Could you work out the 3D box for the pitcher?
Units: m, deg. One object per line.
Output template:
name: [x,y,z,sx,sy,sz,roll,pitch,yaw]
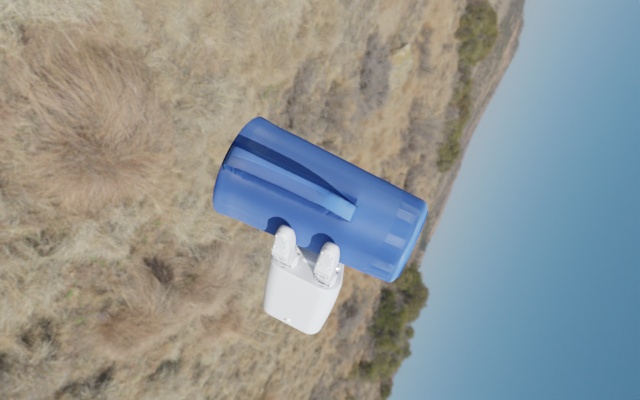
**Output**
pitcher: [0.000,0.002,0.579,0.243,0.145,0.149,24,40,9]
